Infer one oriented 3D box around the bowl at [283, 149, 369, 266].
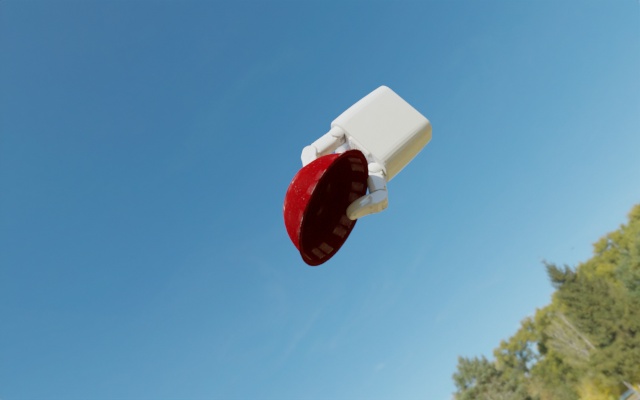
[{"bbox_3d":[-0.001,0.003,0.625,0.055,0.162,0.162,23,11,26],"label":"bowl"}]
